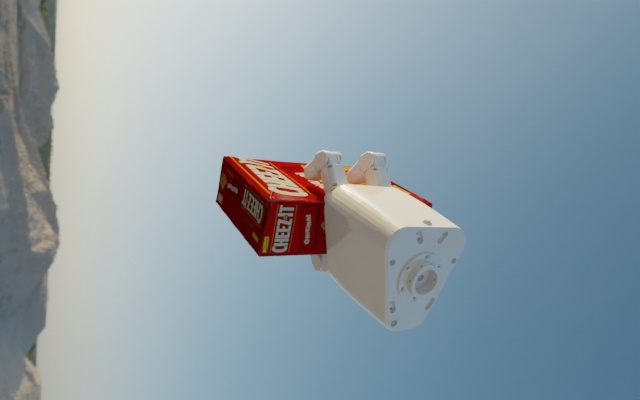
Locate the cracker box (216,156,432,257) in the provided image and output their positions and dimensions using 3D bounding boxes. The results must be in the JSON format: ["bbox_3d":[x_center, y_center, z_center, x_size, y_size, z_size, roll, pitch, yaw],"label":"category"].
[{"bbox_3d":[0.000,0.002,0.587,0.214,0.072,0.164,2,18,-30],"label":"cracker box"}]
